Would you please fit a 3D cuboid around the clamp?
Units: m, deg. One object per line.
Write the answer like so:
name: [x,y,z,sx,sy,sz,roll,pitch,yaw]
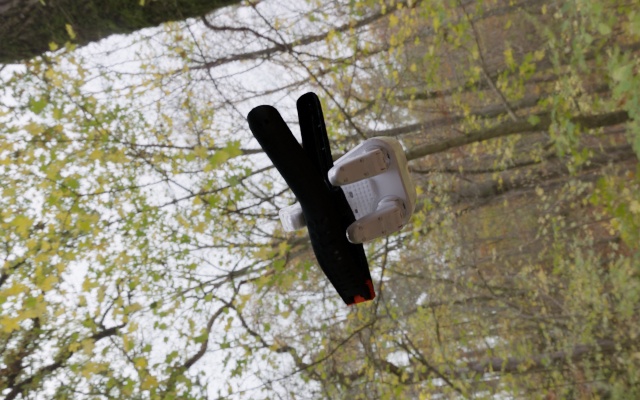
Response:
clamp: [0.000,0.002,0.426,0.036,0.210,0.164,-17,5,17]
